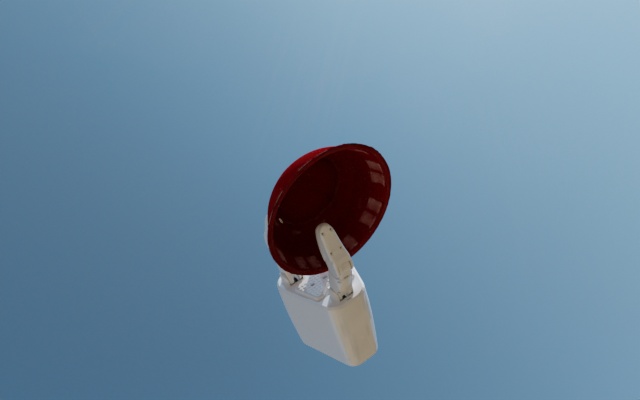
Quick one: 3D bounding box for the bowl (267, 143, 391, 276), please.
[{"bbox_3d":[0.000,0.000,0.527,0.162,0.162,0.055,0,29,-40],"label":"bowl"}]
